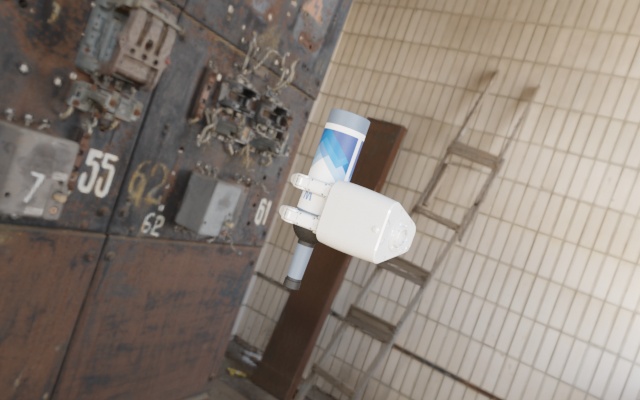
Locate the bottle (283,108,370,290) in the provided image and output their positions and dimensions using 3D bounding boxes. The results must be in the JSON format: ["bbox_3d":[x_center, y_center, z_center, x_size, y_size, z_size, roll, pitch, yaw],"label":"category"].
[{"bbox_3d":[0.000,0.002,0.772,0.069,0.296,0.069,19,2,-1],"label":"bottle"}]
